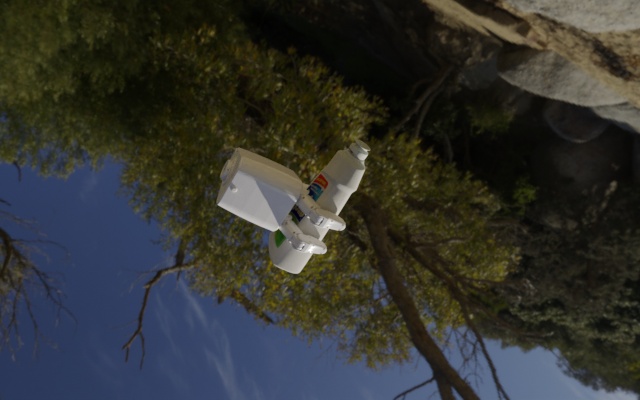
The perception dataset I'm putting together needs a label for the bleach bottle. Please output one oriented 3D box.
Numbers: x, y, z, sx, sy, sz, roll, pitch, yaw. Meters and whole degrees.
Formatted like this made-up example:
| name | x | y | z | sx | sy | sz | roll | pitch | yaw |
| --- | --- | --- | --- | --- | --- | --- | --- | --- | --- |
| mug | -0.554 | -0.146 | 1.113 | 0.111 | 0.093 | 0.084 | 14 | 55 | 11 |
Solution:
| name | x | y | z | sx | sy | sz | roll | pitch | yaw |
| --- | --- | --- | --- | --- | --- | --- | --- | --- | --- |
| bleach bottle | 0.000 | 0.003 | 0.801 | 0.068 | 0.251 | 0.102 | 25 | 26 | -20 |
